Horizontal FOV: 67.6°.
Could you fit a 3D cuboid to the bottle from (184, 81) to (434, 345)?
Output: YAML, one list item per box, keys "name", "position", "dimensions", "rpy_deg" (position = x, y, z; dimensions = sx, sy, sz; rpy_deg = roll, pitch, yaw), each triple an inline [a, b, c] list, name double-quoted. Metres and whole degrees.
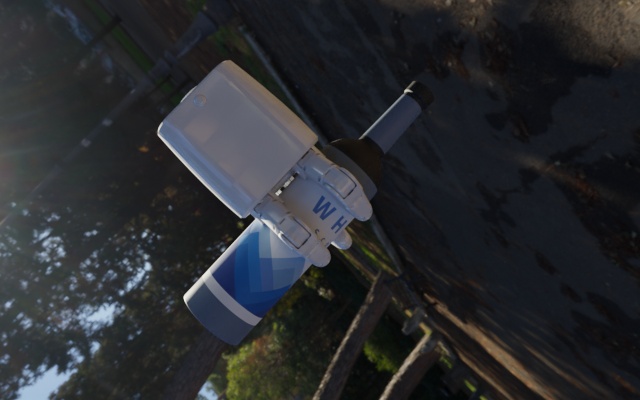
- name: "bottle"
  position: [0.000, 0.002, 0.448]
  dimensions: [0.069, 0.295, 0.069]
  rpy_deg: [42, -5, 5]
